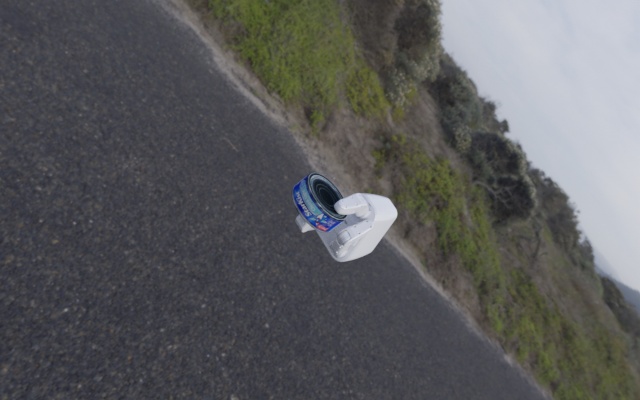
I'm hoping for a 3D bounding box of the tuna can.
[{"bbox_3d":[0.000,0.002,0.694,0.034,0.086,0.086,-38,-19,26],"label":"tuna can"}]
